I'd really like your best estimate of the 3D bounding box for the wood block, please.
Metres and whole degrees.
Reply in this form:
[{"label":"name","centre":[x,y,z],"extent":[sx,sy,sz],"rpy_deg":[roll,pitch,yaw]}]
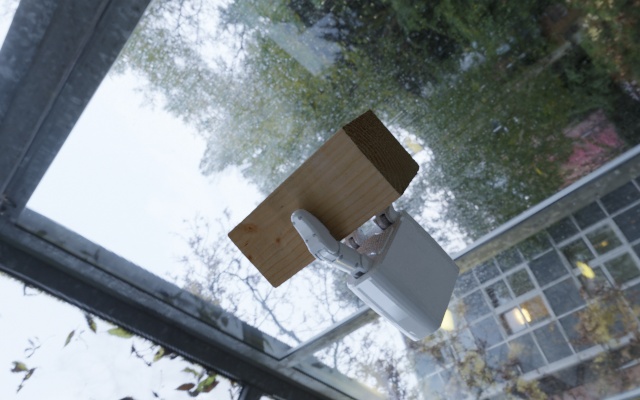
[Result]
[{"label":"wood block","centre":[0.000,0.002,0.548],"extent":[0.206,0.090,0.090],"rpy_deg":[-40,2,32]}]
